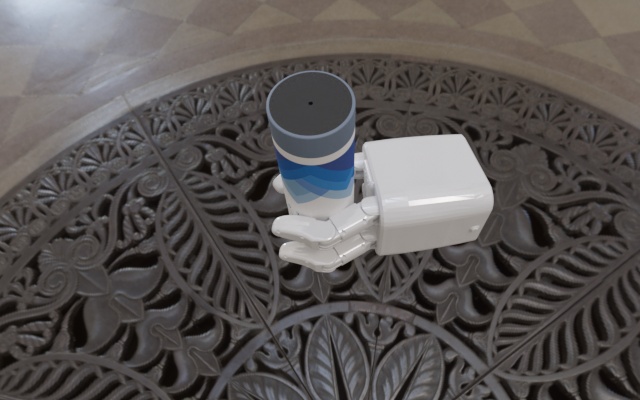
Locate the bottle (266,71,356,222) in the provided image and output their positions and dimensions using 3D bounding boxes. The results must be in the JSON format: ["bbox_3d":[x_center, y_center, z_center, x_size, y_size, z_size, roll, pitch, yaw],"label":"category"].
[{"bbox_3d":[0.000,0.001,0.479,0.069,0.069,0.296,0,-30,3],"label":"bottle"}]
